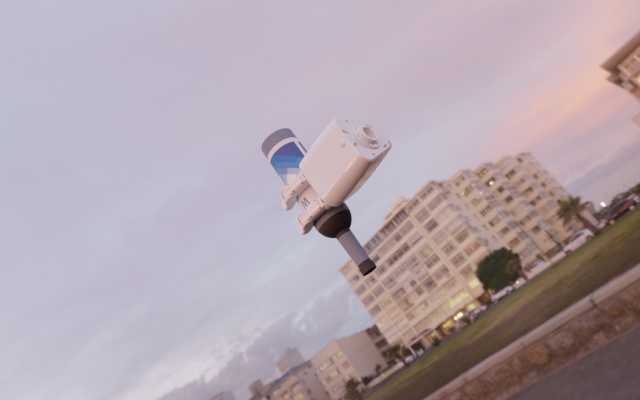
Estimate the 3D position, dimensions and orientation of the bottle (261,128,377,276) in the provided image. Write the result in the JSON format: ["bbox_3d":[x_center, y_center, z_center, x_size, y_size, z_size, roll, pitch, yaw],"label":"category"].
[{"bbox_3d":[0.000,0.003,0.821,0.069,0.295,0.069,-30,-21,-13],"label":"bottle"}]
